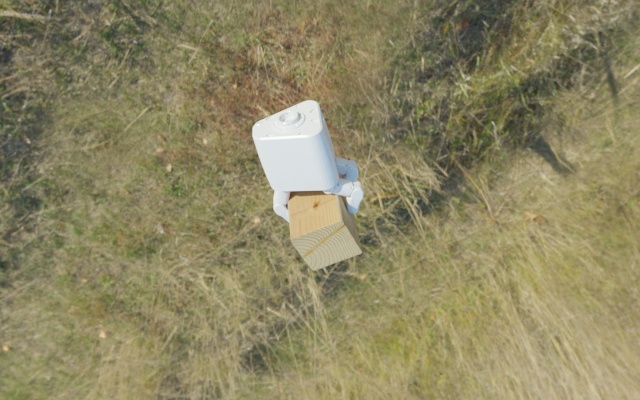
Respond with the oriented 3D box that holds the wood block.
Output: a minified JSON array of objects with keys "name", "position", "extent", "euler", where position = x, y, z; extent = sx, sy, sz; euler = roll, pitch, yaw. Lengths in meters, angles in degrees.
[{"name":"wood block","position":[0.000,0.003,0.823],"extent":[0.091,0.206,0.090],"euler":[-21,-48,13]}]
